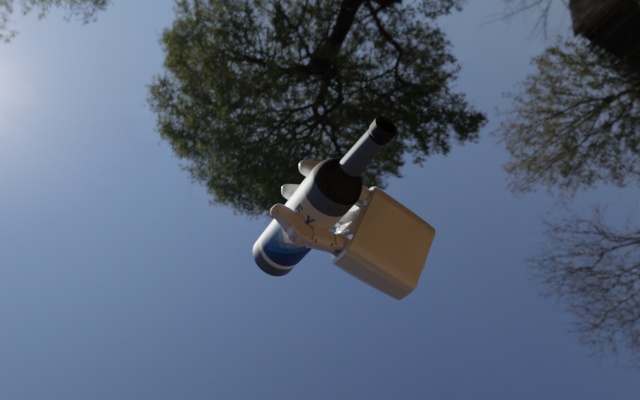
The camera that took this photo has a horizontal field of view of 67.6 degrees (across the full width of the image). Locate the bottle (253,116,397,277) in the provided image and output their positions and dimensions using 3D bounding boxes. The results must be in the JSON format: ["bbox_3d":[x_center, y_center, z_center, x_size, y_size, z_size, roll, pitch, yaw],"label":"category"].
[{"bbox_3d":[0.000,0.002,0.602,0.069,0.069,0.296,0,-33,-34],"label":"bottle"}]
